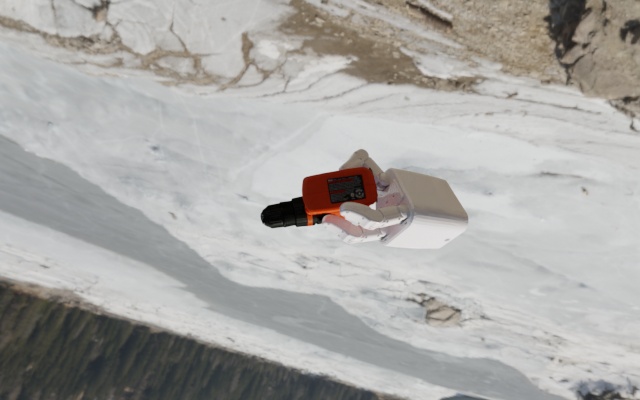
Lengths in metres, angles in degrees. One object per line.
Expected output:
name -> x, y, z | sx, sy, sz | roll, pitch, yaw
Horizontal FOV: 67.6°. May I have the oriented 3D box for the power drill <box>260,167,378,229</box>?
power drill -> 0.000, 0.002, 0.734 | 0.184, 0.057, 0.188 | -11, -7, -9
